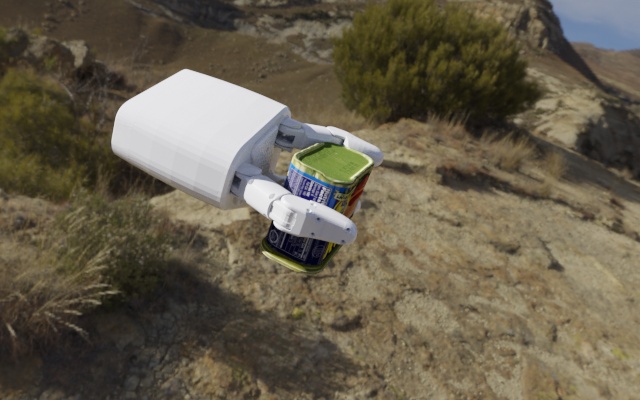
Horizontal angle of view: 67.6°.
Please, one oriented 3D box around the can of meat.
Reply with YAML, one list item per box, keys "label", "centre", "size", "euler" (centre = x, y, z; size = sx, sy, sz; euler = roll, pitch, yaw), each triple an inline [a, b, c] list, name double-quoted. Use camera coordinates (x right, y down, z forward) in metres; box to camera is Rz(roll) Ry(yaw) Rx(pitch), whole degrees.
- label: "can of meat"
  centre: [0.000, 0.001, 0.407]
  size: [0.057, 0.084, 0.102]
  euler: [25, 23, 12]
